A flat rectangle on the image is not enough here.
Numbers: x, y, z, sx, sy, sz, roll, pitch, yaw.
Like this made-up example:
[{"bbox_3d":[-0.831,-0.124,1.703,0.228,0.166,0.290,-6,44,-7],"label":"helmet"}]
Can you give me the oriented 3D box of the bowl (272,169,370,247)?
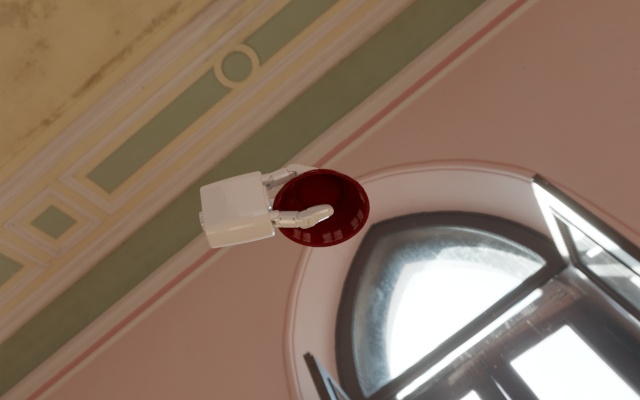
[{"bbox_3d":[0.001,0.002,0.808,0.162,0.162,0.055,0,37,-4],"label":"bowl"}]
